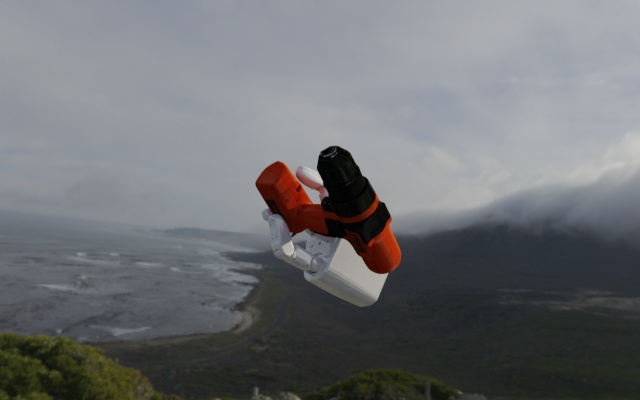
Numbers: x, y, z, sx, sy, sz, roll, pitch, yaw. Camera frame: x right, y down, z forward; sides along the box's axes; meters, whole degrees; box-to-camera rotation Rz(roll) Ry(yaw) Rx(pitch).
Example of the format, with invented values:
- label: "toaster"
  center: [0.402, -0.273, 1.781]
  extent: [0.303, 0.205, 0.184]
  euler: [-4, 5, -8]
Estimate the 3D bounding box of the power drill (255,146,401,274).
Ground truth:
- label: "power drill"
  center: [0.000, 0.002, 0.592]
  extent: [0.057, 0.184, 0.187]
  euler: [-44, 37, -23]
